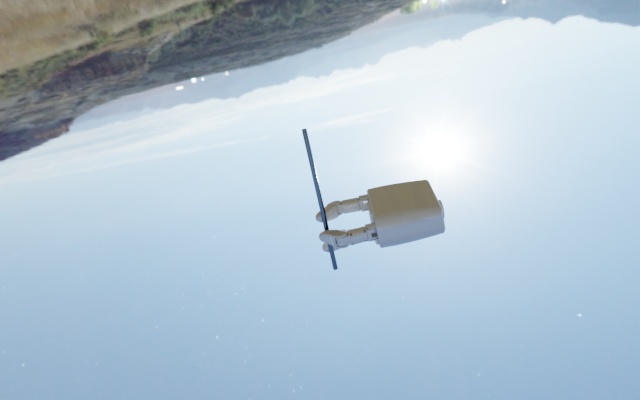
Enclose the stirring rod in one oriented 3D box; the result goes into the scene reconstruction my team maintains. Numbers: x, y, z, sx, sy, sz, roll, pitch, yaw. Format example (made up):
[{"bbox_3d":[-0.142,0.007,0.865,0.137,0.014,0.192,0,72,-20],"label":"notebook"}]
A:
[{"bbox_3d":[0.000,0.002,0.769,0.011,0.239,0.011,-12,17,4],"label":"stirring rod"}]
